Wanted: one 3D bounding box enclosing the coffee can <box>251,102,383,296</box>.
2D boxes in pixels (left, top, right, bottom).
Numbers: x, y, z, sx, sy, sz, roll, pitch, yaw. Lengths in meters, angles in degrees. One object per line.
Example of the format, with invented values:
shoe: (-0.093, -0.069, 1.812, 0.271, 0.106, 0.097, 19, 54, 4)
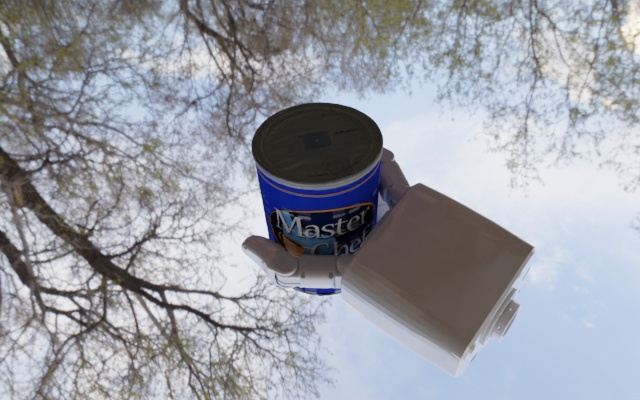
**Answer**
coffee can: (0.000, 0.001, 0.419, 0.103, 0.102, 0.140, -2, -45, 2)
